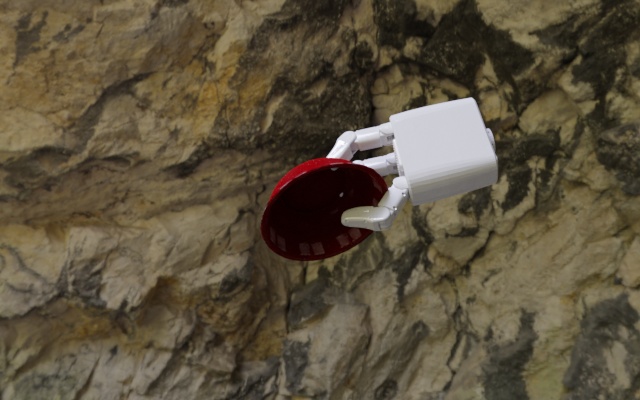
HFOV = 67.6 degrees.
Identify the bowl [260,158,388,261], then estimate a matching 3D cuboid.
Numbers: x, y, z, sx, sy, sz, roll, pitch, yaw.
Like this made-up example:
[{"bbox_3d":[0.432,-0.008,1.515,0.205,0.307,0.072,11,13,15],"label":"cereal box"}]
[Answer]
[{"bbox_3d":[-0.001,0.002,0.588,0.162,0.162,0.055,0,42,-25],"label":"bowl"}]
